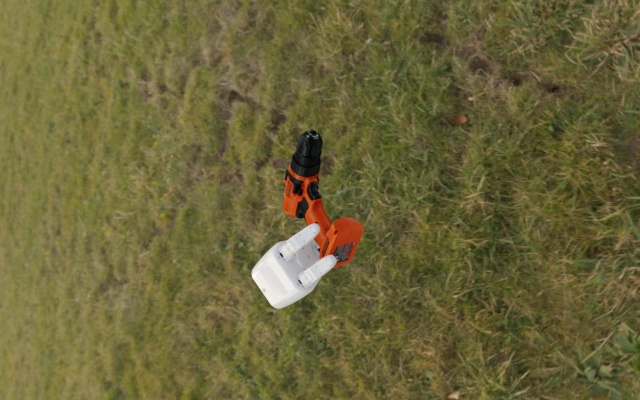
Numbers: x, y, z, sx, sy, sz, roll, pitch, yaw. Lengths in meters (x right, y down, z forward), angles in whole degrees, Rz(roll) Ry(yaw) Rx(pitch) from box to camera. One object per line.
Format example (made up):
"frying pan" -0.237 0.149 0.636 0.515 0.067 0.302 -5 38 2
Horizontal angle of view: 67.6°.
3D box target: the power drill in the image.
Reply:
"power drill" 0.000 0.003 0.784 0.057 0.187 0.185 -12 -39 -24
